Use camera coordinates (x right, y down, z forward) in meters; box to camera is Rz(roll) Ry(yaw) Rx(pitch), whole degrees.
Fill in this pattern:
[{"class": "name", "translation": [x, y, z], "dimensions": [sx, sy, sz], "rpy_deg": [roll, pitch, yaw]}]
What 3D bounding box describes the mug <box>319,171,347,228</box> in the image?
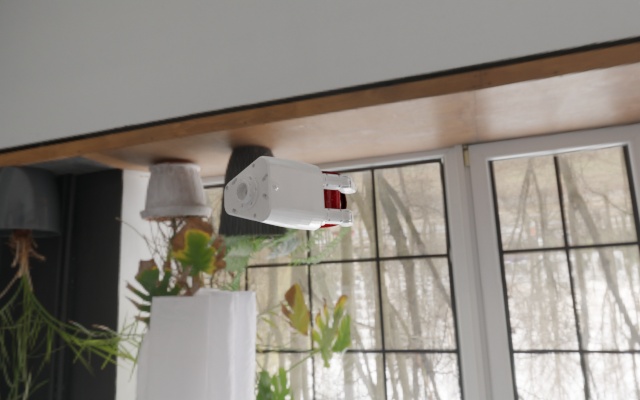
[{"class": "mug", "translation": [0.001, 0.003, 0.801], "dimensions": [0.093, 0.081, 0.117], "rpy_deg": [-12, -15, 43]}]
